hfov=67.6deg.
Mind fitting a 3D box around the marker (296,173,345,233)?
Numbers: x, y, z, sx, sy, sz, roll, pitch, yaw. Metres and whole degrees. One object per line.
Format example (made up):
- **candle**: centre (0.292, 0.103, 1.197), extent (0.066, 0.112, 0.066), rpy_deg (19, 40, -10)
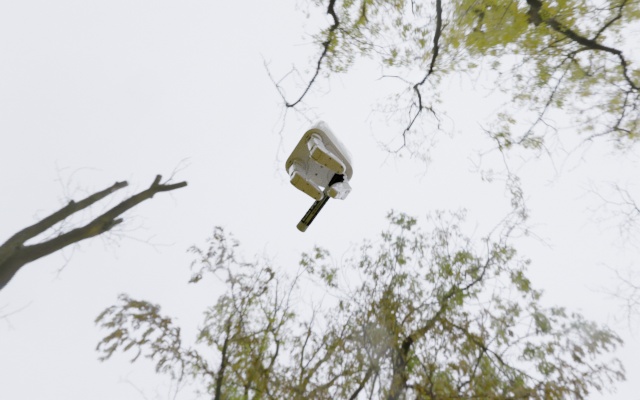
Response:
- **marker**: centre (0.000, 0.003, 0.784), extent (0.020, 0.121, 0.020), rpy_deg (32, 20, -13)
